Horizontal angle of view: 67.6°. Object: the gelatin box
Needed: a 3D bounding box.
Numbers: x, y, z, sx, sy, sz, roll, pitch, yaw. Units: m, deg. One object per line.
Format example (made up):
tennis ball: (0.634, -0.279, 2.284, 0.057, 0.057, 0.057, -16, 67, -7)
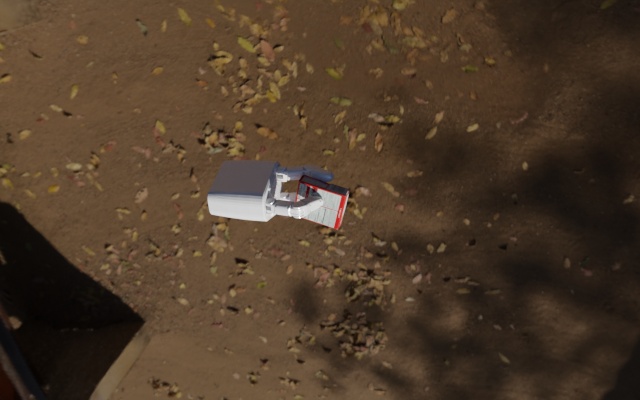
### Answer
gelatin box: (0.000, 0.003, 0.844, 0.089, 0.073, 0.030, 18, 32, 9)
